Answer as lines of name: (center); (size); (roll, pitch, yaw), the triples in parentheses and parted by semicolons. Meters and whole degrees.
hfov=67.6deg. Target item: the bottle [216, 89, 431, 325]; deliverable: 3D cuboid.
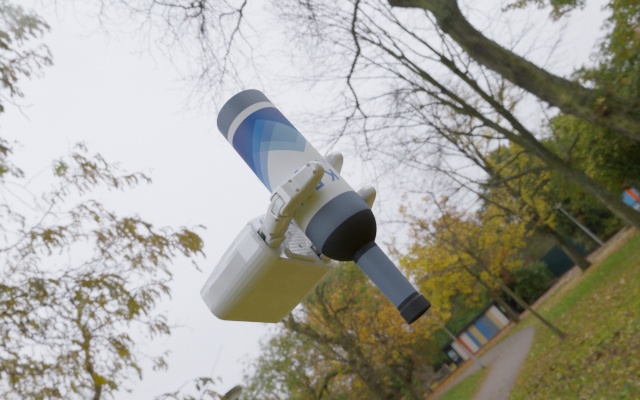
bottle: (0.000, 0.001, 0.486); (0.295, 0.069, 0.069); (48, 24, 23)
